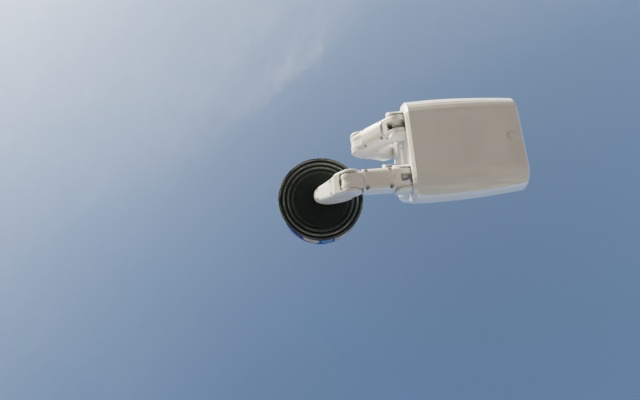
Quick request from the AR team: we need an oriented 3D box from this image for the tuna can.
[{"bbox_3d":[0.000,0.002,0.496,0.086,0.086,0.034,0,-13,-1],"label":"tuna can"}]
